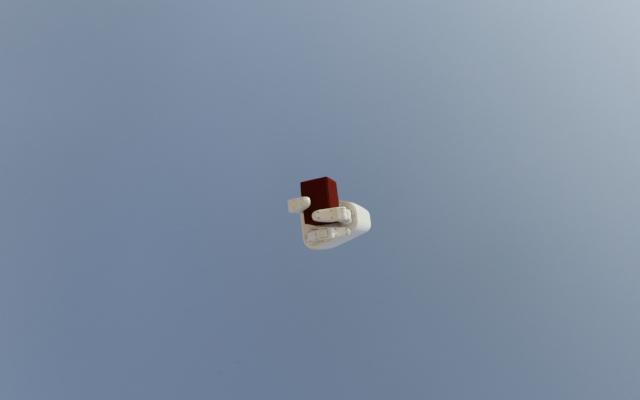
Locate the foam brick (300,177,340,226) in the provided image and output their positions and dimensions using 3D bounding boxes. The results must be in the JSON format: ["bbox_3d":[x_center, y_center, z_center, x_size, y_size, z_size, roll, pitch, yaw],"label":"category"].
[{"bbox_3d":[0.000,0.002,0.851,0.053,0.078,0.051,-9,-9,21],"label":"foam brick"}]
